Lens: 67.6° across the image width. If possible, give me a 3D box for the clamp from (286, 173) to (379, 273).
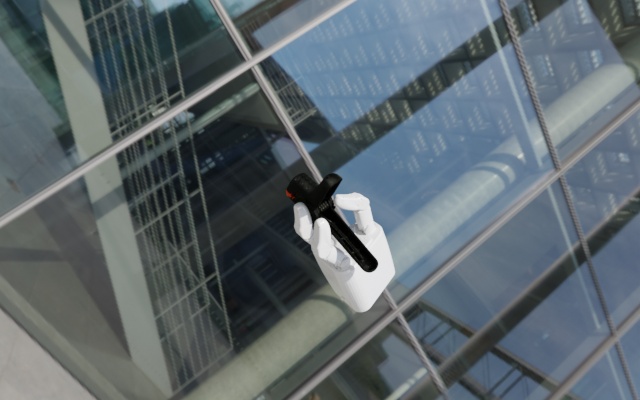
[{"bbox_3d":[0.001,0.002,0.711,0.036,0.165,0.210,-33,37,-16],"label":"clamp"}]
